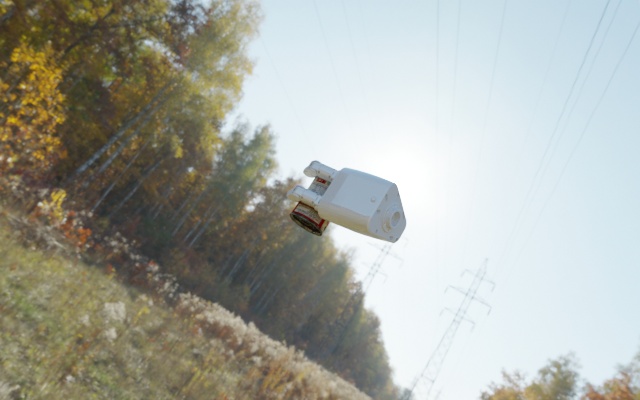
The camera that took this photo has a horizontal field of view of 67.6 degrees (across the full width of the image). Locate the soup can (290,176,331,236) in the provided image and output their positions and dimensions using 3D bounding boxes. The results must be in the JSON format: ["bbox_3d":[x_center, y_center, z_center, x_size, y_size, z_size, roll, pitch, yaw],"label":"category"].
[{"bbox_3d":[0.000,0.002,0.854,0.068,0.102,0.068,30,-16,10],"label":"soup can"}]
